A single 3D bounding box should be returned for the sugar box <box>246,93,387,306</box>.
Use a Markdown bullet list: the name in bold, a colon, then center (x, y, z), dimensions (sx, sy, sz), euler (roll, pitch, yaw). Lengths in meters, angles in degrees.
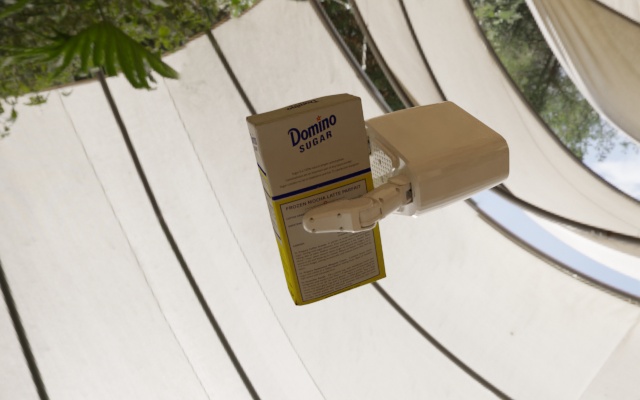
- **sugar box**: center (0.000, 0.001, 0.426), dimensions (0.093, 0.176, 0.048), euler (-17, 23, -14)
